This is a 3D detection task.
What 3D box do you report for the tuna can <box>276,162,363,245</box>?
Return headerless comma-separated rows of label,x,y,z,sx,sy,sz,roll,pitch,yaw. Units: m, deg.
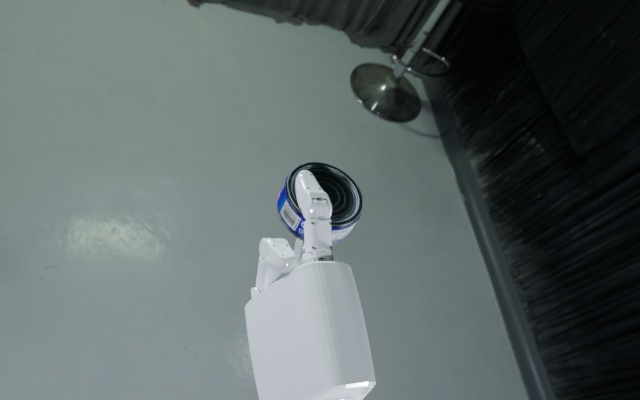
tuna can,0.000,0.001,0.491,0.086,0.086,0.034,0,-37,-25
